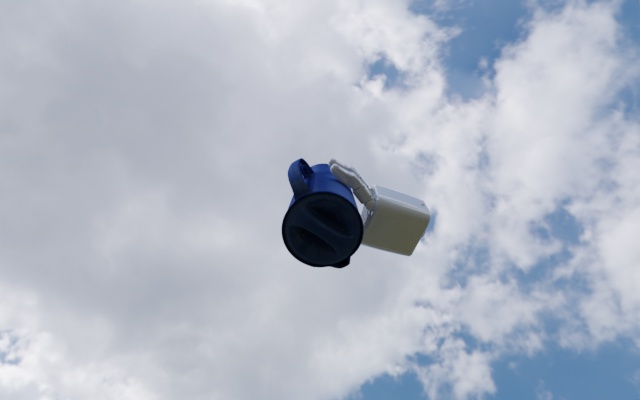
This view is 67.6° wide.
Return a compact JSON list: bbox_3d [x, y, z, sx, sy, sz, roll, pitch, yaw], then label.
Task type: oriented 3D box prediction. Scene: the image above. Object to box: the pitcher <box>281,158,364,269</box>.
[{"bbox_3d":[0.000,0.003,0.873,0.145,0.149,0.242,15,19,-5],"label":"pitcher"}]
